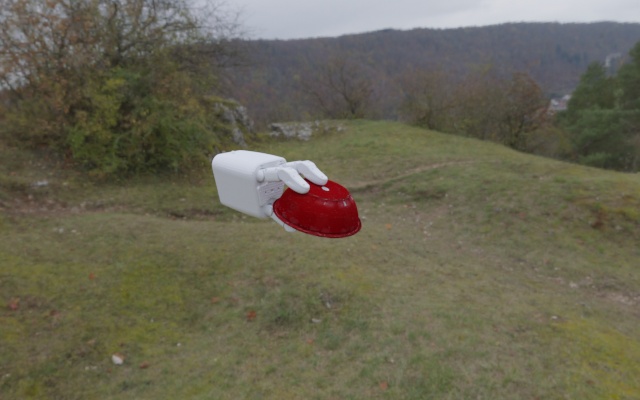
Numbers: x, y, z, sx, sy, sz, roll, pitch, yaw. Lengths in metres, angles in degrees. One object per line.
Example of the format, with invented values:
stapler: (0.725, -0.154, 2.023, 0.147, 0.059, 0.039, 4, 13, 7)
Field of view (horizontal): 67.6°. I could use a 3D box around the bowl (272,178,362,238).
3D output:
bowl: (0.001, 0.003, 0.834, 0.162, 0.055, 0.162, 12, 23, -5)
